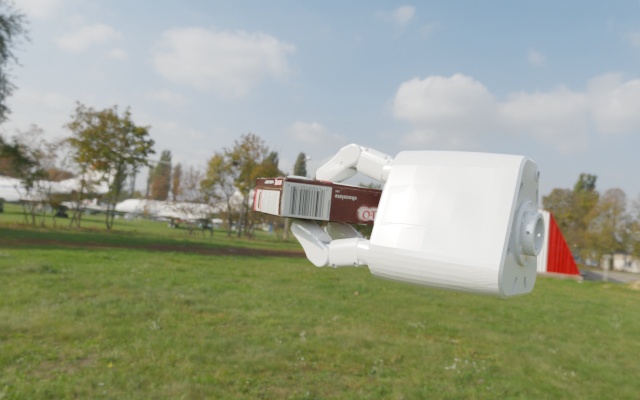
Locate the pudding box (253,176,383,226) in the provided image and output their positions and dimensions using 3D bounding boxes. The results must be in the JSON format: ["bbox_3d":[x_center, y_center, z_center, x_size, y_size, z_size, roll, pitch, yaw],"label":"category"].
[{"bbox_3d":[0.000,0.001,0.469,0.113,0.039,0.090,9,-2,-23],"label":"pudding box"}]
